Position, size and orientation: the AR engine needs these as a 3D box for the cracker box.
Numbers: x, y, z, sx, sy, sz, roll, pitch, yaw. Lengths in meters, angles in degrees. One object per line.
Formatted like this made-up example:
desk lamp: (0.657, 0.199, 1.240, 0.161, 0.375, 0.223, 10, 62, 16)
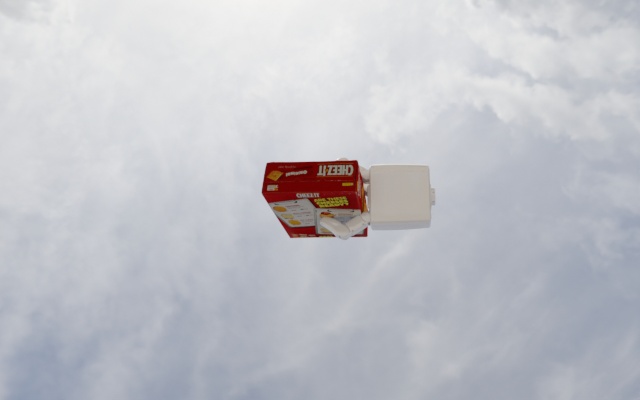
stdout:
cracker box: (0.000, 0.003, 0.893, 0.164, 0.072, 0.214, -1, -25, 10)
